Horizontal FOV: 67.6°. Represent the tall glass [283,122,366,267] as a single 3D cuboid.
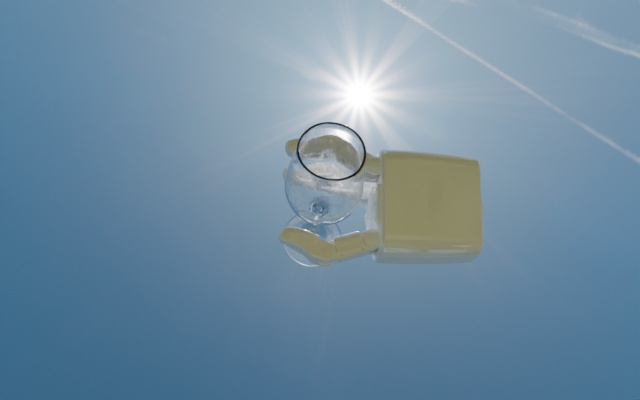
[{"bbox_3d":[0.000,0.002,0.505,0.079,0.079,0.201,0,-27,-6],"label":"tall glass"}]
